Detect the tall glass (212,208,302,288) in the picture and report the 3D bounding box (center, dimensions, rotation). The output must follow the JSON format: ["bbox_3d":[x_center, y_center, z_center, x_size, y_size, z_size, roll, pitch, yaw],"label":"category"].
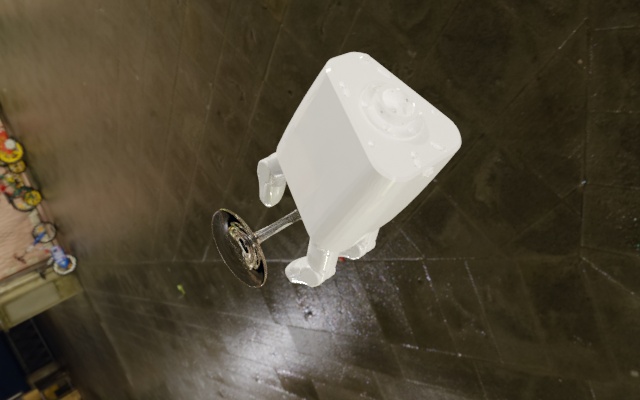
[{"bbox_3d":[-0.001,0.002,0.462,0.201,0.079,0.079,-29,18,-36],"label":"tall glass"}]
